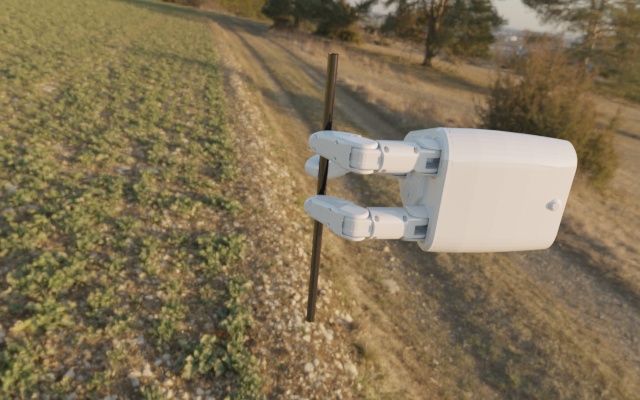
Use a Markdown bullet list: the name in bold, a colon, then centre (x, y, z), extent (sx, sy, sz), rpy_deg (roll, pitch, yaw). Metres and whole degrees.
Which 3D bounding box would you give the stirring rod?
- **stirring rod**: centre (0.000, 0.001, 0.402), extent (0.011, 0.240, 0.011), rpy_deg (4, 22, -2)
